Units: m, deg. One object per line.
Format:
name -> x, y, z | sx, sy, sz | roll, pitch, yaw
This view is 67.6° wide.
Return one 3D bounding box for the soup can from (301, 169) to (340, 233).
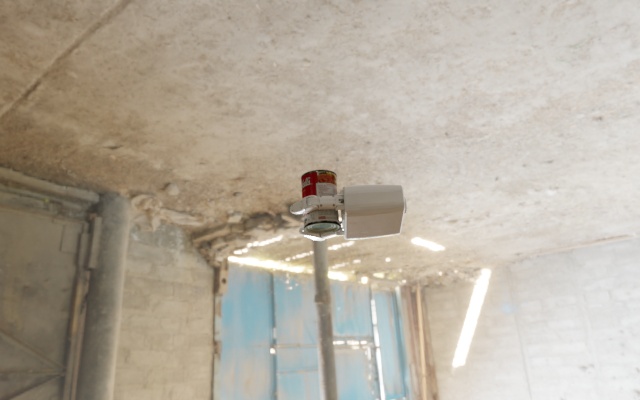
soup can -> 0.000, 0.003, 0.881 | 0.068, 0.102, 0.068 | -3, -20, -1
